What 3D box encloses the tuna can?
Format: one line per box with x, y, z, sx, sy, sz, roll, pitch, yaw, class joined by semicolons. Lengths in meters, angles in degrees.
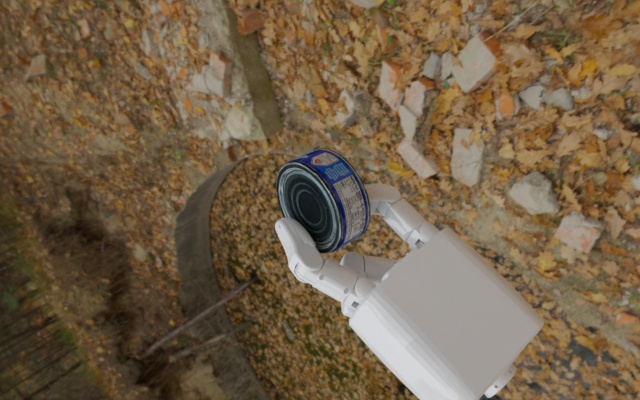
0.000;0.002;0.406;0.033;0.086;0.086;-27;16;-34;tuna can
